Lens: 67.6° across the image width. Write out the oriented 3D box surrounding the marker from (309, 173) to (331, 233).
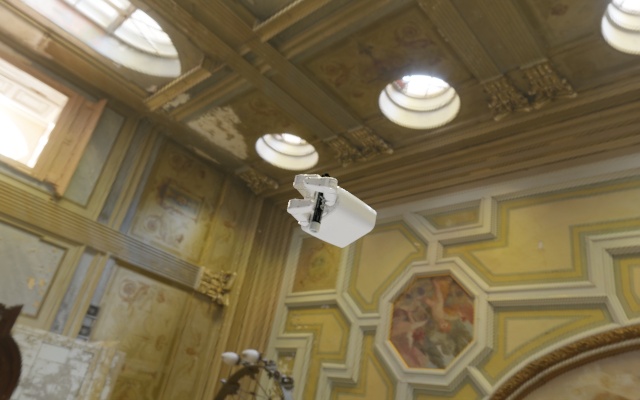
[{"bbox_3d":[0.000,0.003,0.888,0.020,0.121,0.020,10,-26,5],"label":"marker"}]
